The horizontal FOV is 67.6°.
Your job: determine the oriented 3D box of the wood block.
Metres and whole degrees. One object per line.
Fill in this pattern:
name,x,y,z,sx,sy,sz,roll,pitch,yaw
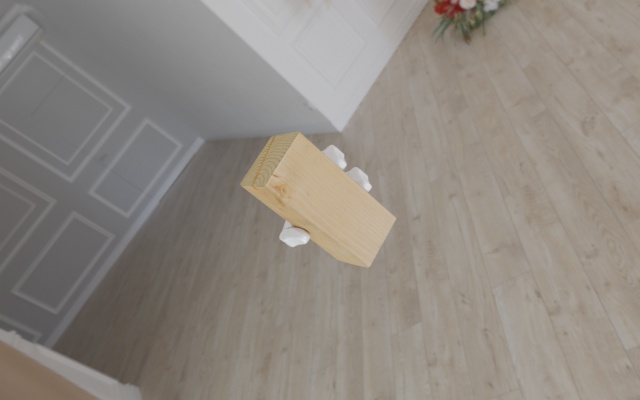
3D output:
wood block,0.000,0.002,0.697,0.206,0.090,0.090,39,-17,-26
